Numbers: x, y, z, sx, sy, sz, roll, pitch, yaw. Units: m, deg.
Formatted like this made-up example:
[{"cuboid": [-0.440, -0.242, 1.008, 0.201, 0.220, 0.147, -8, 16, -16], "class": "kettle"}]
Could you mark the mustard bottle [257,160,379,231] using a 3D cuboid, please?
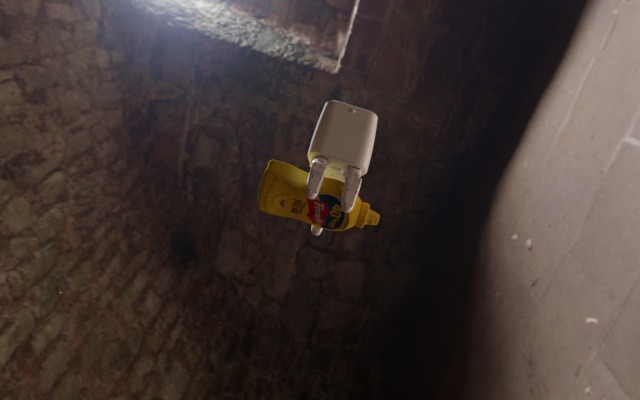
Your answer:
[{"cuboid": [0.000, 0.003, 0.757, 0.191, 0.058, 0.096, 17, -44, -2], "class": "mustard bottle"}]
